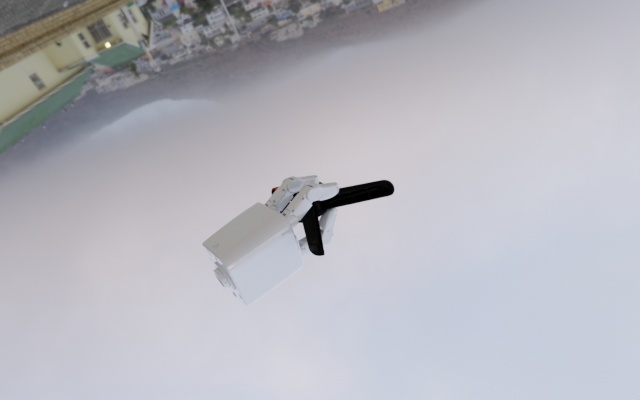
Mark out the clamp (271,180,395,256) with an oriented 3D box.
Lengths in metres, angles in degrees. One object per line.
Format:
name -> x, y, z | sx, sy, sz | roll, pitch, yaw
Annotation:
clamp -> 0.000, 0.003, 0.735 | 0.164, 0.036, 0.210 | -34, 30, -22
